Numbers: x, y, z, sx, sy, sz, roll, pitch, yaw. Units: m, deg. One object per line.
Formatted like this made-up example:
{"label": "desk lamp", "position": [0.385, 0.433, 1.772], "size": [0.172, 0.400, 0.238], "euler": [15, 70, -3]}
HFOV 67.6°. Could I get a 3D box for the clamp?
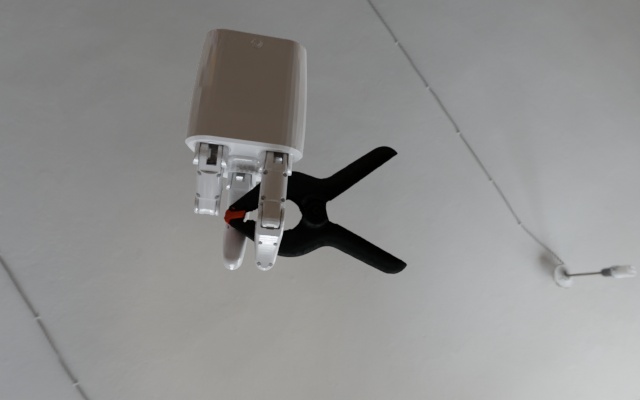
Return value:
{"label": "clamp", "position": [0.000, 0.002, 0.444], "size": [0.171, 0.120, 0.039], "euler": [7, -15, -10]}
